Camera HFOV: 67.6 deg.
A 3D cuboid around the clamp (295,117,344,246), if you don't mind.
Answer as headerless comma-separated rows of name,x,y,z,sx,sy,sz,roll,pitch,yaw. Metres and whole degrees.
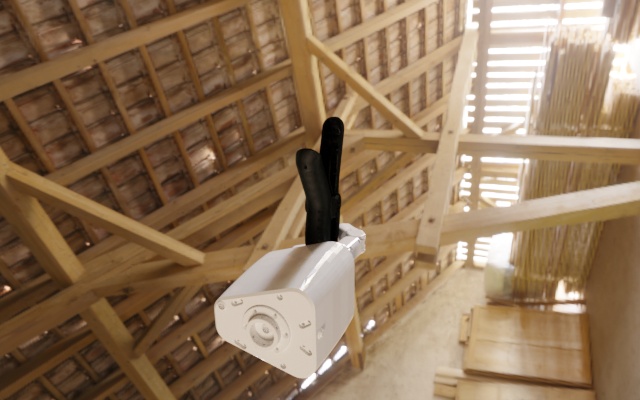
clamp,0.000,0.002,0.518,0.039,0.171,0.120,6,19,21
